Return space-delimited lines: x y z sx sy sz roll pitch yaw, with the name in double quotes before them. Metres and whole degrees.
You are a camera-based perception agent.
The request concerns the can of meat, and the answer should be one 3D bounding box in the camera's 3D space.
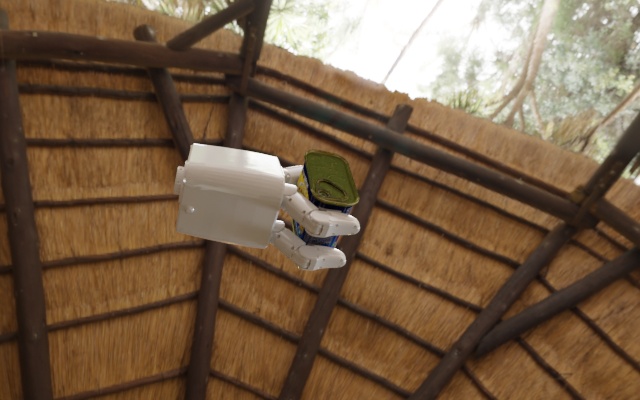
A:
"can of meat" 0.000 0.002 0.578 0.057 0.084 0.102 9 36 -17
